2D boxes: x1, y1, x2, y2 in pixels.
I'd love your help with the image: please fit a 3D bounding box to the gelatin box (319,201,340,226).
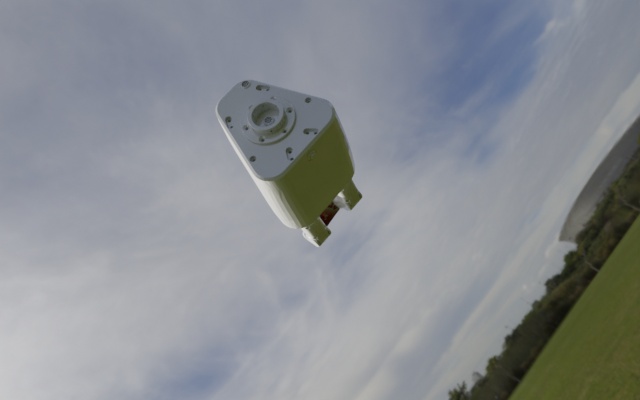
[{"bbox_3d":[0.000,0.002,0.593,0.030,0.073,0.089,37,1,20],"label":"gelatin box"}]
